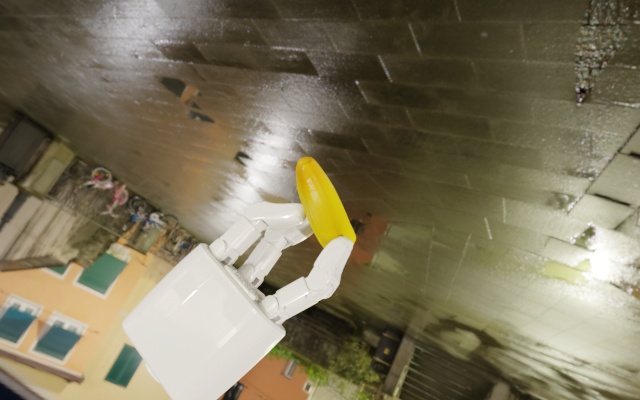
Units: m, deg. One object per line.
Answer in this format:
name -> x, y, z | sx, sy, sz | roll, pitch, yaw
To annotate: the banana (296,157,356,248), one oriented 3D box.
banana -> 0.008, 0.019, 0.481 | 0.037, 0.069, 0.198 | -25, -17, 2
